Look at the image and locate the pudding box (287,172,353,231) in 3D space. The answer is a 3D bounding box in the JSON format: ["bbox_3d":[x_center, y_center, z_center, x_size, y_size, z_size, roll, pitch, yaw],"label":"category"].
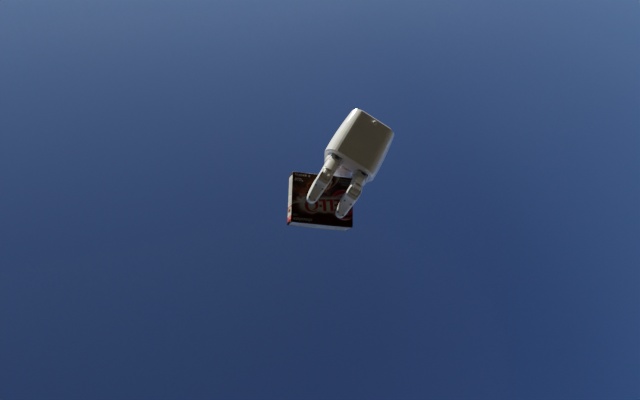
[{"bbox_3d":[0.000,0.003,0.829,0.113,0.090,0.039,5,-18,-13],"label":"pudding box"}]
